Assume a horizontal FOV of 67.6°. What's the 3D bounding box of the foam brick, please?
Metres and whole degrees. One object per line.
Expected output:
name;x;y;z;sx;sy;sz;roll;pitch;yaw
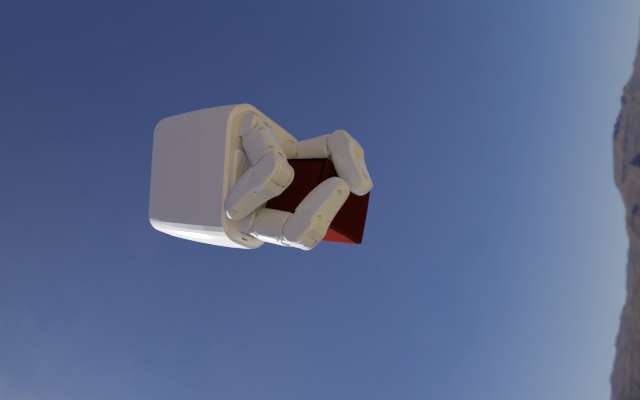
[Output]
foam brick;0.000;0.002;0.414;0.051;0.053;0.078;1;-20;36
